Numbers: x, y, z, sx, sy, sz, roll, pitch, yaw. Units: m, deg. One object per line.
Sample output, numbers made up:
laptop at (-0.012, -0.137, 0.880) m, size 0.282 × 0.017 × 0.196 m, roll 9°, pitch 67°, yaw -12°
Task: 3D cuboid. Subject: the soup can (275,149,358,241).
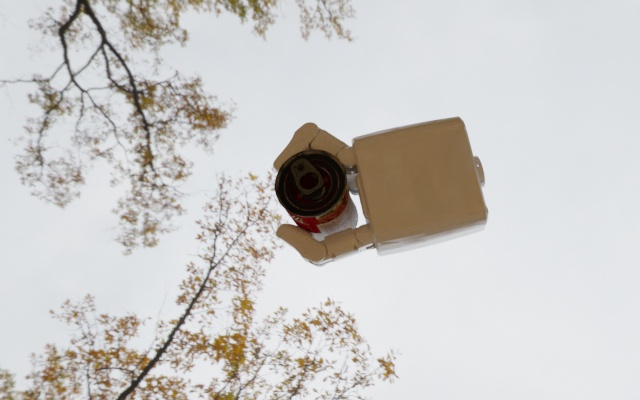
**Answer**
soup can at (0.000, 0.002, 0.482) m, size 0.068 × 0.068 × 0.102 m, roll 0°, pitch -22°, yaw 12°
